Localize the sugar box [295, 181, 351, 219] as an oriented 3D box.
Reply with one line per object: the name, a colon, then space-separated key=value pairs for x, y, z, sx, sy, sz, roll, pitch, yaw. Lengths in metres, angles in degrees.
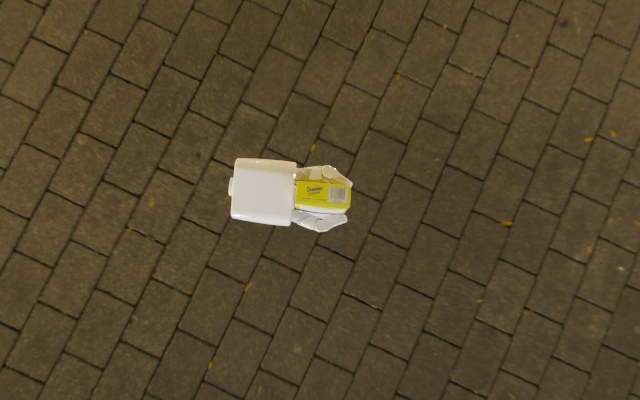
sugar box: x=0.000 y=0.002 z=0.878 sx=0.093 sy=0.048 sz=0.176 roll=6 pitch=-6 yaw=-3
